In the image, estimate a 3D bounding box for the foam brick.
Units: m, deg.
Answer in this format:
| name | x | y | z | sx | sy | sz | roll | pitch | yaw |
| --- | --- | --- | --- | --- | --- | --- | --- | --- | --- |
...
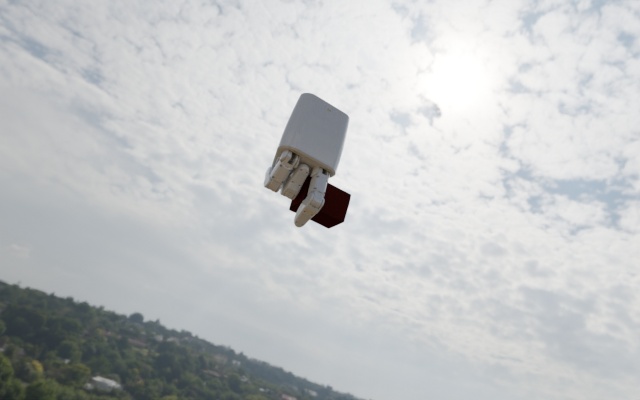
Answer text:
| name | x | y | z | sx | sy | sz | roll | pitch | yaw |
| --- | --- | --- | --- | --- | --- | --- | --- | --- | --- |
| foam brick | 0.000 | 0.003 | 0.757 | 0.078 | 0.051 | 0.053 | 27 | -26 | -22 |
